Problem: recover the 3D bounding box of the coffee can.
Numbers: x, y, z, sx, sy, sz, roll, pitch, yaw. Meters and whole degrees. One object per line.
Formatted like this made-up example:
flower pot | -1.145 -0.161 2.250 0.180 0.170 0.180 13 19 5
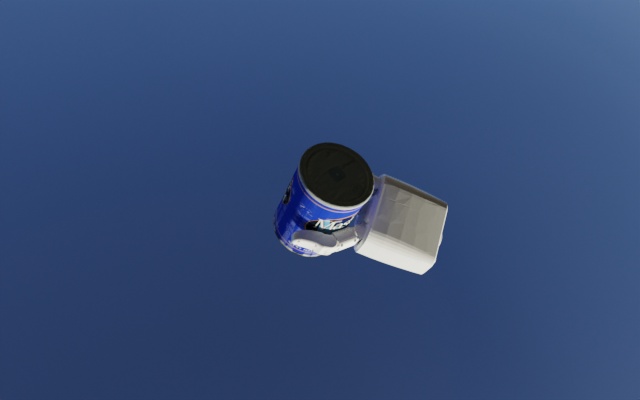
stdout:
coffee can | 0.000 0.002 0.666 0.103 0.102 0.140 0 -32 -22
